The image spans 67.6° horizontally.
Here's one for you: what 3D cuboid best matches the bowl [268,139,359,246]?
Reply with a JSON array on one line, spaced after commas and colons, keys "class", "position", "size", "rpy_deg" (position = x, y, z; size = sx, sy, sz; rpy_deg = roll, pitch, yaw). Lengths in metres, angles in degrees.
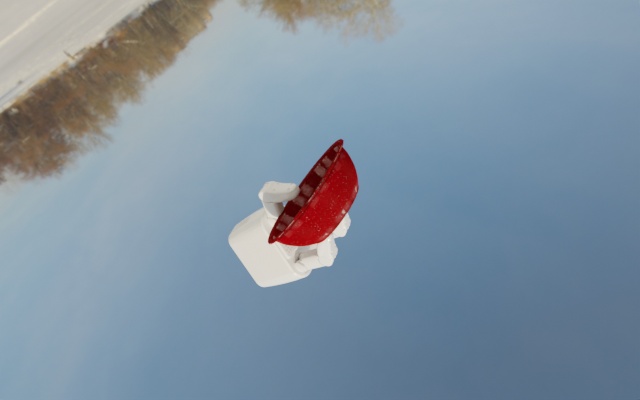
[{"class": "bowl", "position": [0.001, 0.002, 0.609], "size": [0.055, 0.162, 0.162], "rpy_deg": [35, -6, -9]}]
